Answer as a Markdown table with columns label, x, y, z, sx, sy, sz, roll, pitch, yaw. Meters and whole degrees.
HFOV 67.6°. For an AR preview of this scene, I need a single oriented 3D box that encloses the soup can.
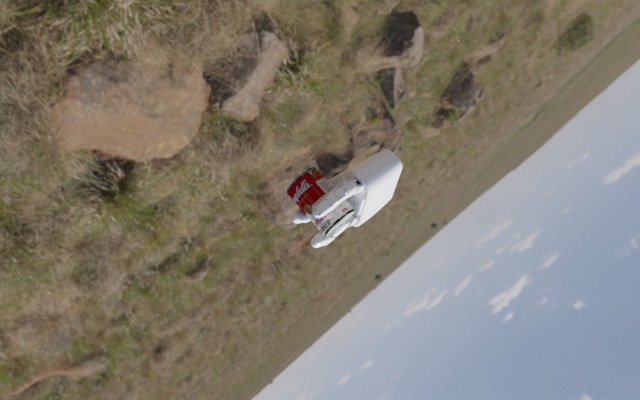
| label | x | y | z | sx | sy | sz | roll | pitch | yaw |
| --- | --- | --- | --- | --- | --- | --- | --- | --- | --- |
| soup can | 0.000 | 0.003 | 0.810 | 0.068 | 0.102 | 0.068 | -40 | -11 | -9 |
